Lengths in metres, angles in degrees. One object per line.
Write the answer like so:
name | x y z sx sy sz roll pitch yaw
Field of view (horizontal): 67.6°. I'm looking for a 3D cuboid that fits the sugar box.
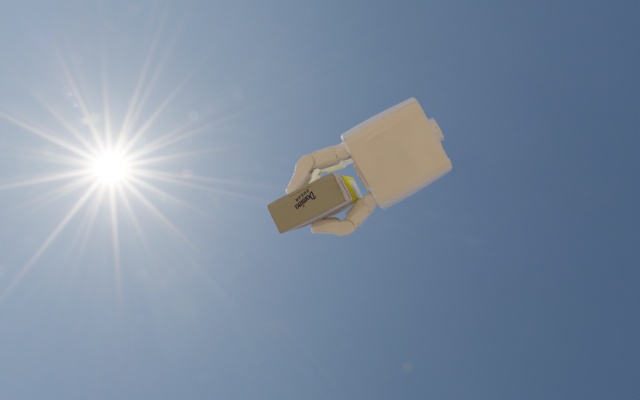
sugar box | 0.000 0.002 0.651 0.093 0.048 0.176 -27 -7 10
